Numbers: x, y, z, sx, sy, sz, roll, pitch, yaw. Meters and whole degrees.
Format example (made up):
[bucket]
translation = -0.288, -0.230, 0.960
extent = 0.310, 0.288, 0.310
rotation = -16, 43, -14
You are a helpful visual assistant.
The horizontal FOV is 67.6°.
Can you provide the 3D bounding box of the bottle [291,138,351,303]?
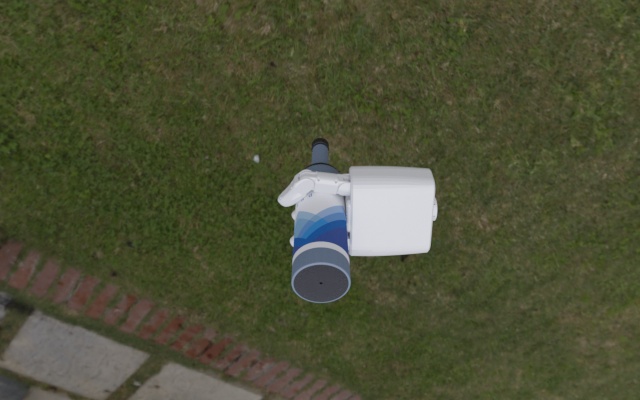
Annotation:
[bottle]
translation = 0.000, 0.002, 0.647
extent = 0.069, 0.069, 0.295
rotation = 0, 38, 0
